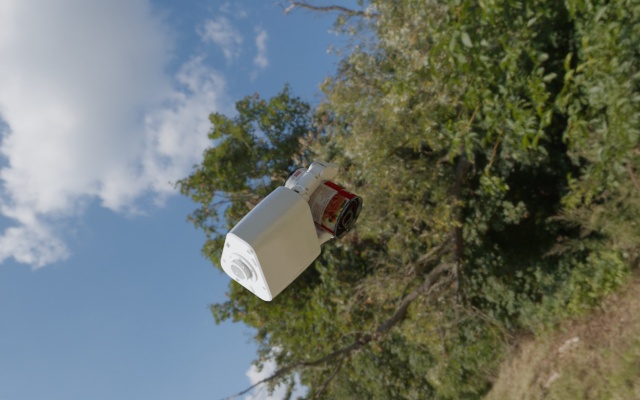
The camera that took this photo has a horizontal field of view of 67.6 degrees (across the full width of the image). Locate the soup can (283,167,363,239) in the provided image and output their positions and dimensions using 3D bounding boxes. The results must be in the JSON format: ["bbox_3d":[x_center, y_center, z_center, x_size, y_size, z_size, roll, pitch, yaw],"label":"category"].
[{"bbox_3d":[0.000,0.002,0.690,0.102,0.068,0.068,29,12,23],"label":"soup can"}]
